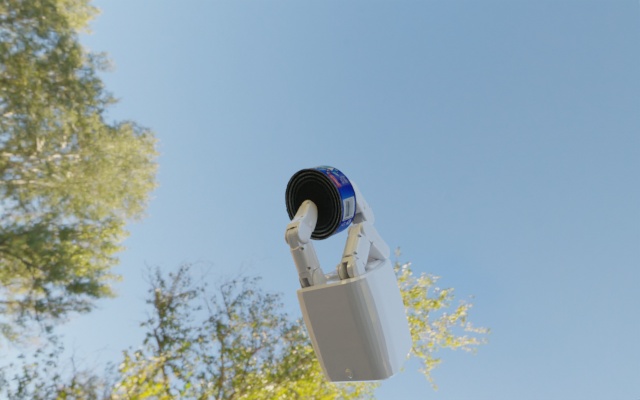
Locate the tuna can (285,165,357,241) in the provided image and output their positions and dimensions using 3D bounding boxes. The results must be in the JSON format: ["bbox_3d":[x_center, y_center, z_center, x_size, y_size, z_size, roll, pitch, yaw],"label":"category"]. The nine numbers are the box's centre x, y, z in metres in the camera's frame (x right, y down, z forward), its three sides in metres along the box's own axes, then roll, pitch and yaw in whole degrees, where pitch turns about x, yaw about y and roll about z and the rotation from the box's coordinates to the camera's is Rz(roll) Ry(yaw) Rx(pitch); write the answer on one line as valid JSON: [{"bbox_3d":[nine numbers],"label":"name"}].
[{"bbox_3d":[0.000,0.002,0.567,0.086,0.086,0.033,0,12,40],"label":"tuna can"}]
